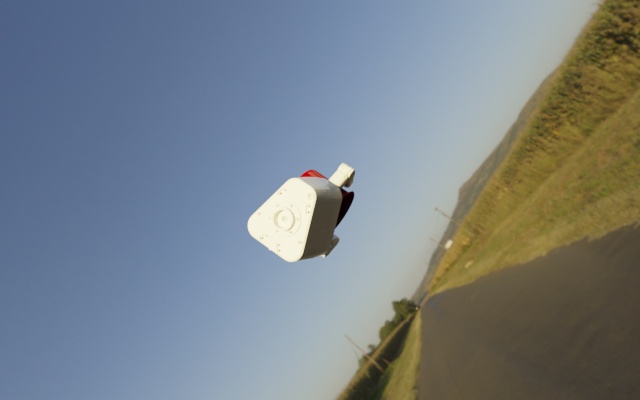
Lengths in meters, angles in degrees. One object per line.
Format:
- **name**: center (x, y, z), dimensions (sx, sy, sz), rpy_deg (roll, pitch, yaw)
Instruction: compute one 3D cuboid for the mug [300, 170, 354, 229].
- **mug**: center (0.000, 0.002, 0.796), dimensions (0.081, 0.093, 0.117), rpy_deg (35, 11, 16)
